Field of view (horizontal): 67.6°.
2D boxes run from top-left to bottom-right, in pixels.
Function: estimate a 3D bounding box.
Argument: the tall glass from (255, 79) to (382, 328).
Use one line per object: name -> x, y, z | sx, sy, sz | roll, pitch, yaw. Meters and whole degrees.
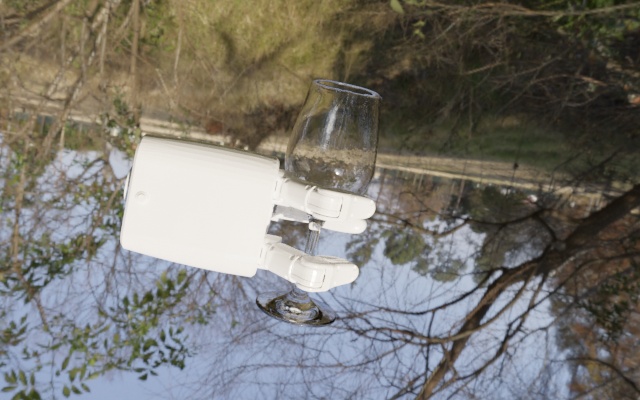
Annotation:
tall glass -> 0.000, 0.002, 0.416 | 0.079, 0.201, 0.079 | 13, 7, -2
